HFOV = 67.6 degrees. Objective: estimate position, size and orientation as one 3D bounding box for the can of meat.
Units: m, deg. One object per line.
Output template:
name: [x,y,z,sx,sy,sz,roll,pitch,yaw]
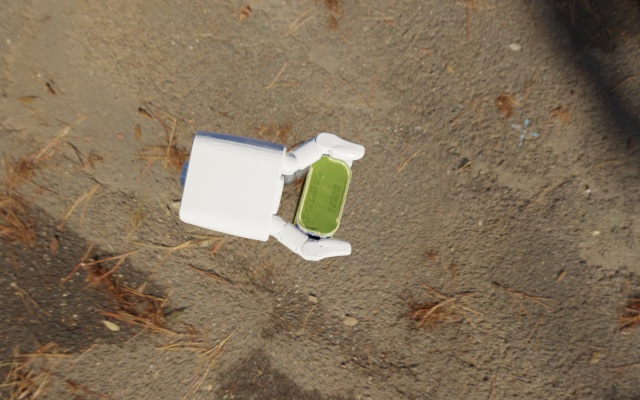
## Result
can of meat: [0.000,0.002,0.601,0.057,0.102,0.084,15,-14,-3]
